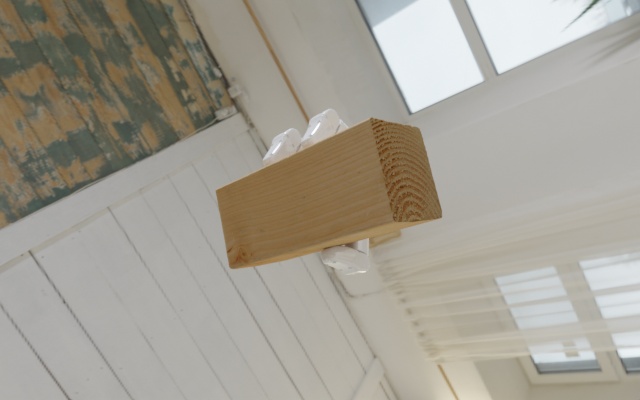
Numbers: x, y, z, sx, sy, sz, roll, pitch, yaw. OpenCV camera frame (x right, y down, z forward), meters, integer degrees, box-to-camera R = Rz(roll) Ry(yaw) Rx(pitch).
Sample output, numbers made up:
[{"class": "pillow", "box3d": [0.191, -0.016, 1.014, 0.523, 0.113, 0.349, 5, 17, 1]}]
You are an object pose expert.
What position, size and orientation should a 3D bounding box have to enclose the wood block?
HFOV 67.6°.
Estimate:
[{"class": "wood block", "box3d": [0.000, 0.002, 0.474, 0.206, 0.091, 0.090, -20, -12, 38]}]
